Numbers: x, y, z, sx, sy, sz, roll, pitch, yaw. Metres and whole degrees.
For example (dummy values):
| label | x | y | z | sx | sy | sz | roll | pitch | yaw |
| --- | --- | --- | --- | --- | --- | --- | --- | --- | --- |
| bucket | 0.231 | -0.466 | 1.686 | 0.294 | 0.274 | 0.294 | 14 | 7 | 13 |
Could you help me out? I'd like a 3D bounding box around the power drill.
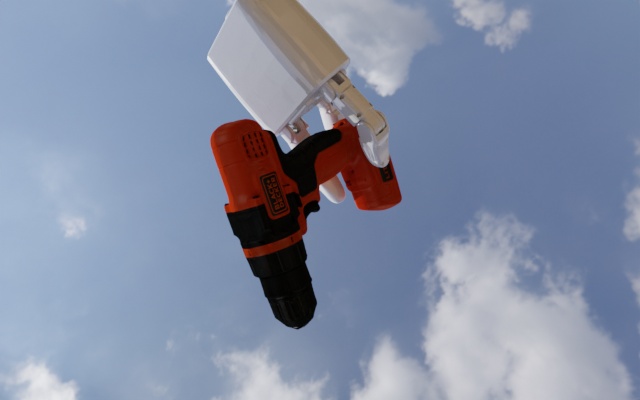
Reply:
| label | x | y | z | sx | sy | sz | roll | pitch | yaw |
| --- | --- | --- | --- | --- | --- | --- | --- | --- | --- |
| power drill | 0.000 | 0.001 | 0.450 | 0.057 | 0.184 | 0.187 | -9 | 11 | 44 |
